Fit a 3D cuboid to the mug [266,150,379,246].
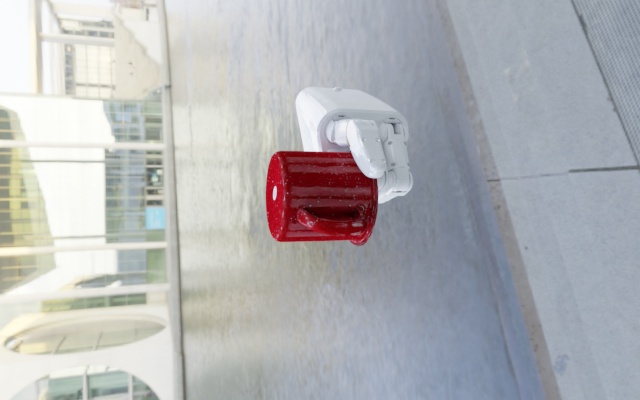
[{"bbox_3d":[0.000,0.002,0.423,0.081,0.093,0.117,0,25,-18],"label":"mug"}]
